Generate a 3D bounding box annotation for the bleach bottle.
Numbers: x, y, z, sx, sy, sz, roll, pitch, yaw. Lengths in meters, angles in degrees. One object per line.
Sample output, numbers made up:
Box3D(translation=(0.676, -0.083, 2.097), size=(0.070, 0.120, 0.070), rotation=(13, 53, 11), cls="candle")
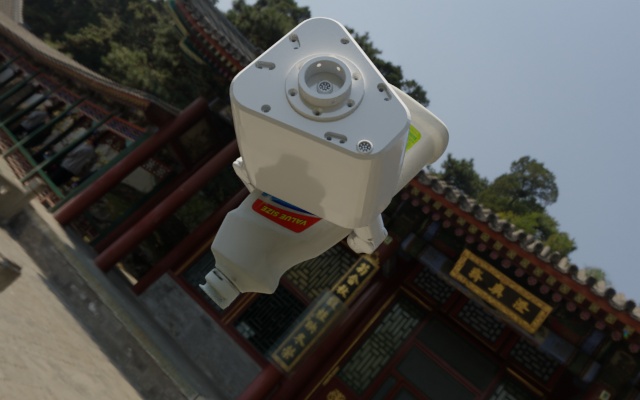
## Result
Box3D(translation=(0.000, 0.001, 0.431), size=(0.102, 0.250, 0.068), rotation=(40, -18, 15), cls="bleach bottle")
